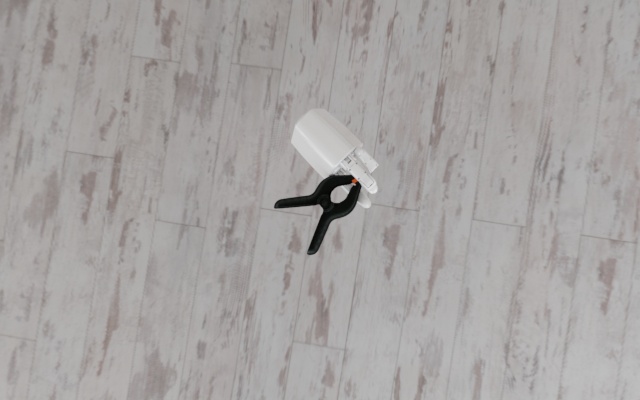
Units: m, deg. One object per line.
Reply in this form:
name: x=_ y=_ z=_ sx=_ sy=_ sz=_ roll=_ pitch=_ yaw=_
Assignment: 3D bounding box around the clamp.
clamp: x=0.000 y=0.003 z=0.880 sx=0.120 sy=0.171 sz=0.039 roll=45 pitch=1 yaw=3
